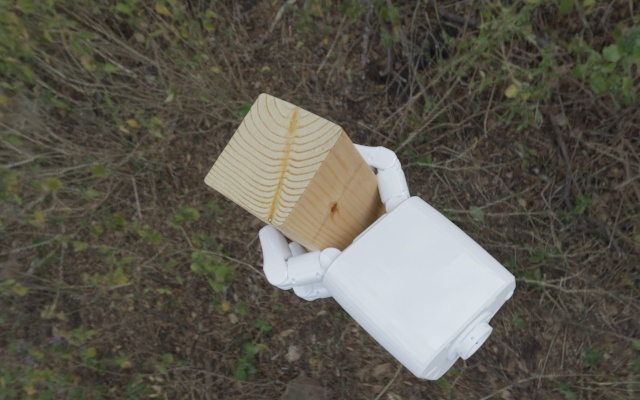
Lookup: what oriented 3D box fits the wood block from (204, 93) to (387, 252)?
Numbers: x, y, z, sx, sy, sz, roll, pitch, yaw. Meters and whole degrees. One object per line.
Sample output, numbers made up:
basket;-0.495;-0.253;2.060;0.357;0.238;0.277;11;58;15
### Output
wood block;0.000;0.001;0.455;0.090;0.091;0.206;29;-8;30
